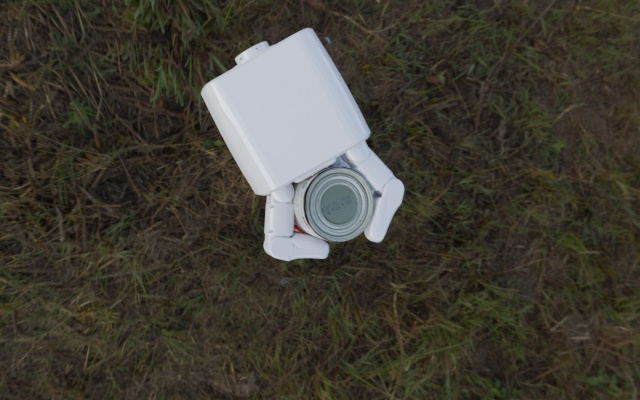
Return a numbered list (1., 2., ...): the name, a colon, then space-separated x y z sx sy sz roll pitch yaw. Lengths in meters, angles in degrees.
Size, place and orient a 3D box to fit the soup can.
1. soup can: 0.000 0.002 0.459 0.068 0.068 0.102 0 2 -20
